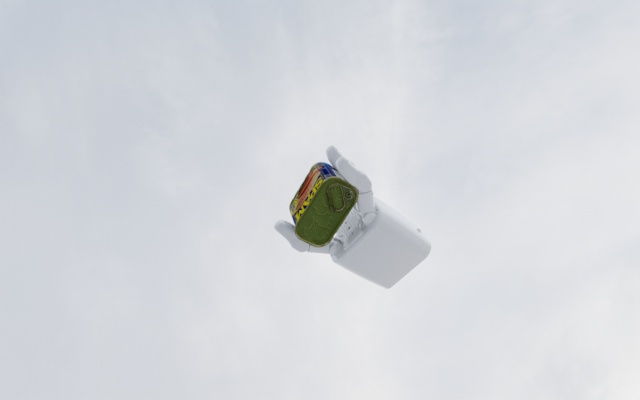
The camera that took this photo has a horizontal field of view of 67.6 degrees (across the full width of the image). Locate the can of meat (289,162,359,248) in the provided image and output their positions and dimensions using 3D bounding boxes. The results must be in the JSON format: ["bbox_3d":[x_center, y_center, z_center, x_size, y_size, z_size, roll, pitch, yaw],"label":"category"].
[{"bbox_3d":[0.000,0.002,0.681,0.057,0.102,0.084,28,13,-21],"label":"can of meat"}]
